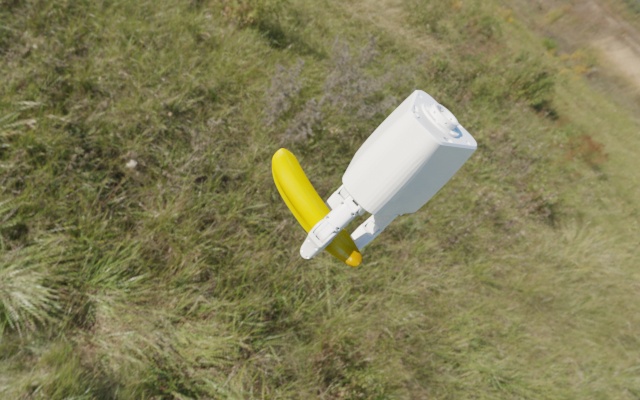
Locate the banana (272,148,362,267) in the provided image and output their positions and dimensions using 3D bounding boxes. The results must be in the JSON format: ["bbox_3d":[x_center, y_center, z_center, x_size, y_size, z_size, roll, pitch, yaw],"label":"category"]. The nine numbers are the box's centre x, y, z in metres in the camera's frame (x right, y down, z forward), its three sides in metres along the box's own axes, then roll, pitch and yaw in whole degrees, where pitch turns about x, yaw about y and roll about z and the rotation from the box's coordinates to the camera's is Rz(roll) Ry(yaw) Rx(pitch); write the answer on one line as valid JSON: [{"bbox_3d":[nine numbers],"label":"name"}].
[{"bbox_3d":[-0.014,-0.002,0.581,0.069,0.197,0.037,9,-49,-46],"label":"banana"}]
